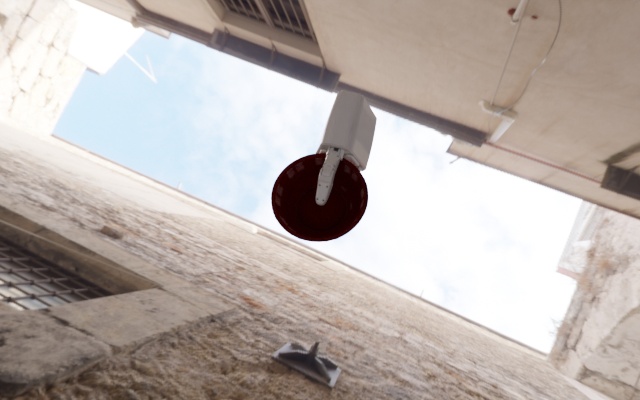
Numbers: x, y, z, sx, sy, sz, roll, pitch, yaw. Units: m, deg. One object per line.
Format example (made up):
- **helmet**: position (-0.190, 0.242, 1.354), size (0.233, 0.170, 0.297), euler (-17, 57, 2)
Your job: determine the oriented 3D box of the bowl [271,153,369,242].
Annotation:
- **bowl**: position (-0.001, 0.004, 0.807), size (0.162, 0.162, 0.055), euler (0, -25, 5)
